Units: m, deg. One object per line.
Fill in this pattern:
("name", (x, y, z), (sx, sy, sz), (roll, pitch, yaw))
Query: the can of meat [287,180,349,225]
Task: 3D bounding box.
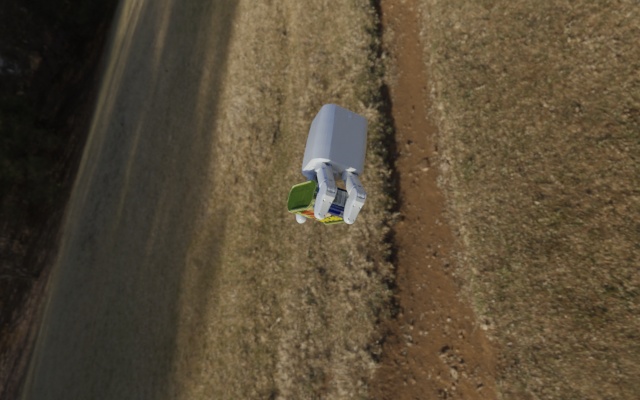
("can of meat", (0.000, 0.003, 0.831), (0.084, 0.057, 0.102), (17, -15, -28))
